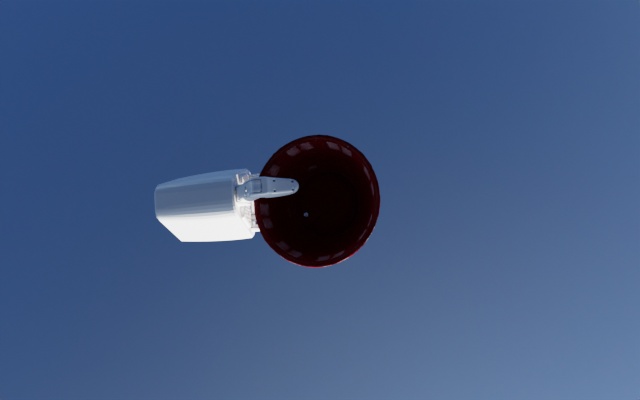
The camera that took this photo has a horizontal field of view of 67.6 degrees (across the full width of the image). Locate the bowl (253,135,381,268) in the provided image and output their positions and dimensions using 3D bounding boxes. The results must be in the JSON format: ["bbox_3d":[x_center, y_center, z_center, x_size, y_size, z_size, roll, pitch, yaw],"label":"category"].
[{"bbox_3d":[0.001,0.002,0.601,0.162,0.162,0.055,0,-5,18],"label":"bowl"}]
